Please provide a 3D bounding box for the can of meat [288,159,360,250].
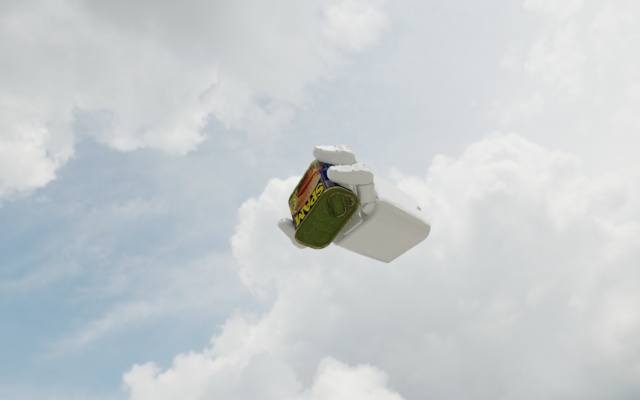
[{"bbox_3d":[0.000,0.002,0.668,0.057,0.102,0.084,23,27,-28],"label":"can of meat"}]
